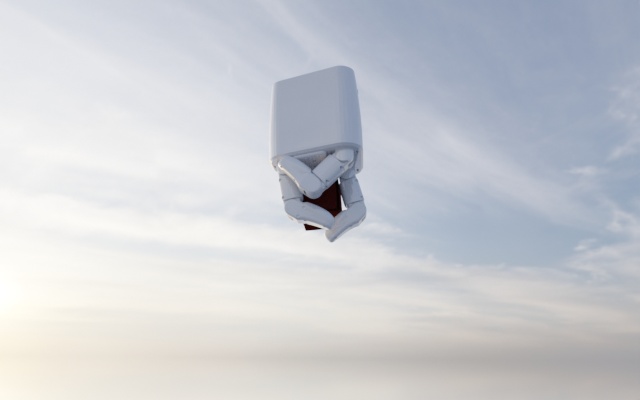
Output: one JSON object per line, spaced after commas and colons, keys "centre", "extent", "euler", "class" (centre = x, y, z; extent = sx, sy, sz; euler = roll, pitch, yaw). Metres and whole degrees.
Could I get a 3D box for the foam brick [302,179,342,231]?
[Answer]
{"centre": [0.000, 0.002, 0.603], "extent": [0.053, 0.051, 0.078], "euler": [-6, -19, 3], "class": "foam brick"}
